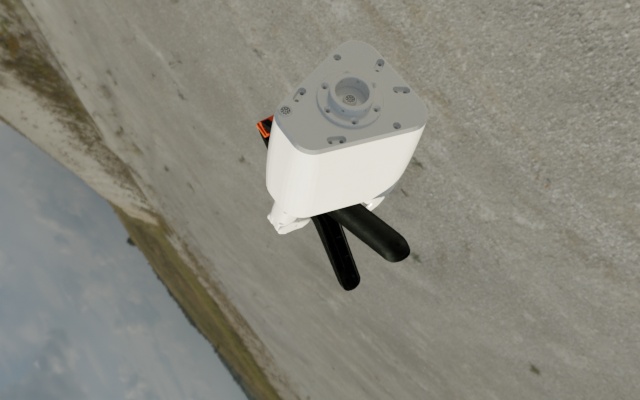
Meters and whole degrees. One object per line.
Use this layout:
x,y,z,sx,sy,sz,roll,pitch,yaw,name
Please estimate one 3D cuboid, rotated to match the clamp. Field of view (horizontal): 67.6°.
-0.001,0.002,0.503,0.036,0.210,0.165,-30,-17,-23,clamp
